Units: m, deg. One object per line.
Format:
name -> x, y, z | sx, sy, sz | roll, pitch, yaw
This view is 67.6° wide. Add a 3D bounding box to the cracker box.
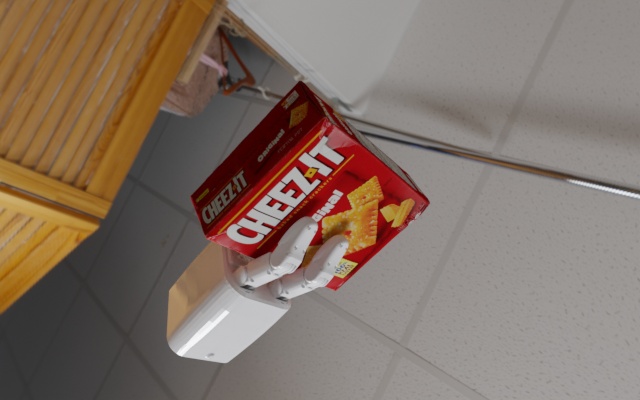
cracker box -> 0.000, 0.002, 0.515 | 0.214, 0.164, 0.072 | 31, 20, -46
